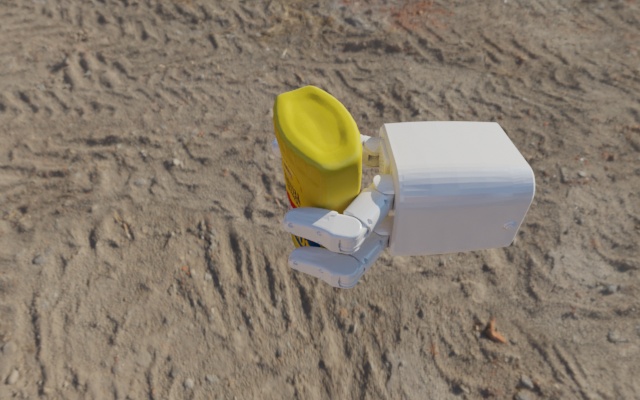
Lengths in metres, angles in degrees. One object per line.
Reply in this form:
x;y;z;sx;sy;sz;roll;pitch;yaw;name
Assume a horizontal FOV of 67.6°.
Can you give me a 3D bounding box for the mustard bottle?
0.000;0.001;0.424;0.058;0.096;0.192;-22;-37;-14;mustard bottle
